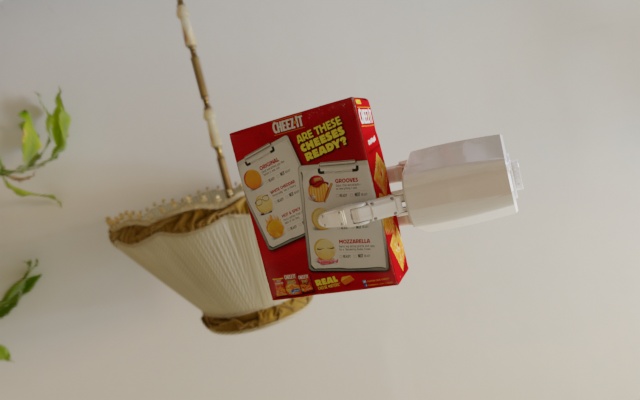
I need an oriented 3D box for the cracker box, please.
[{"bbox_3d":[0.000,0.002,0.576,0.164,0.214,0.072,-12,5,23],"label":"cracker box"}]
